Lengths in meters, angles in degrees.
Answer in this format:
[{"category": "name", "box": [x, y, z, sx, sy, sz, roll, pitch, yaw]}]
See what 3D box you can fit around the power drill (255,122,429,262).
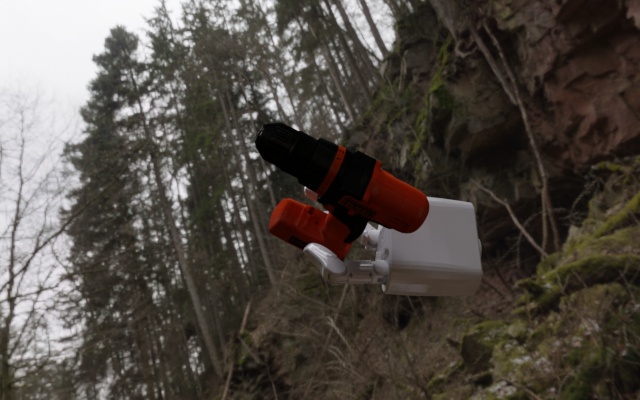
[{"category": "power drill", "box": [0.000, 0.002, 0.526, 0.184, 0.057, 0.188, 28, -26, -7]}]
